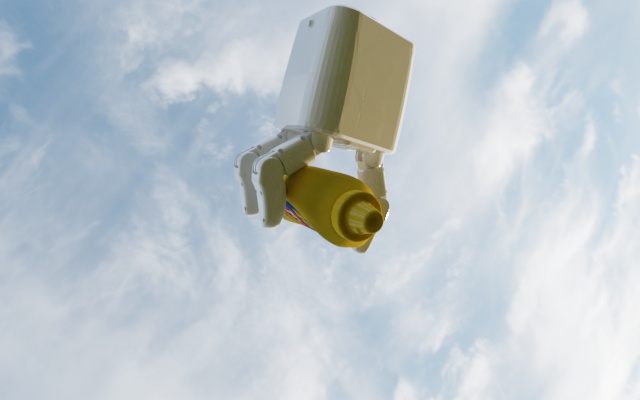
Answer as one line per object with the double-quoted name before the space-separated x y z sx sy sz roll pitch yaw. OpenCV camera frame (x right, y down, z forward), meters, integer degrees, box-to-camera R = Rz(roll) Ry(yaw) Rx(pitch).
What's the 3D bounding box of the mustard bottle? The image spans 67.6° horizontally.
"mustard bottle" 0.000 0.002 0.441 0.096 0.058 0.191 38 -9 -26
